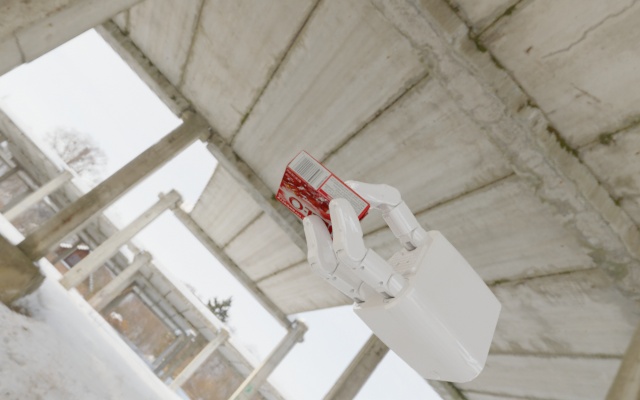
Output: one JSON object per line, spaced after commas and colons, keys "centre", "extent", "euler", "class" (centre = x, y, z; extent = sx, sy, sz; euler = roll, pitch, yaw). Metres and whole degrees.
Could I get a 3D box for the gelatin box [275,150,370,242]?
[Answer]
{"centre": [0.000, 0.001, 0.483], "extent": [0.089, 0.030, 0.073], "euler": [40, -27, 5], "class": "gelatin box"}
